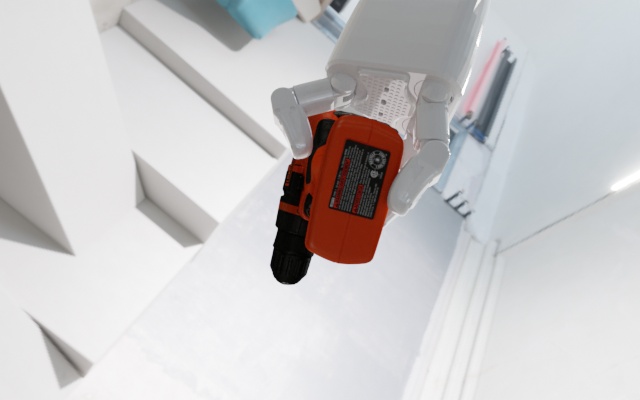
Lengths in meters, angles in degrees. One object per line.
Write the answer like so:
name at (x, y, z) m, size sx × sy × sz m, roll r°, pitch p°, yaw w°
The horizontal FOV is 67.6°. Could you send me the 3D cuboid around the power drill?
power drill at (0.000, 0.001, 0.421) m, size 0.057 × 0.184 × 0.187 m, roll 12°, pitch 1°, yaw -15°
